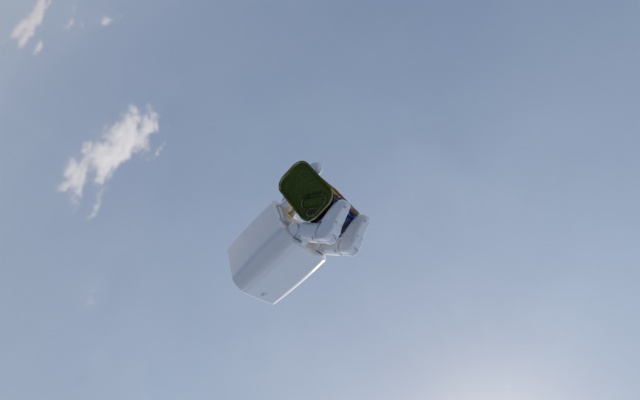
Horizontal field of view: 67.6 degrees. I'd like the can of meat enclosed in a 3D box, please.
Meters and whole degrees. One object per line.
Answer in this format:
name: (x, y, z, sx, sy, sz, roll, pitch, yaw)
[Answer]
can of meat: (0.000, 0.002, 0.679, 0.084, 0.057, 0.102, 37, 8, -47)
